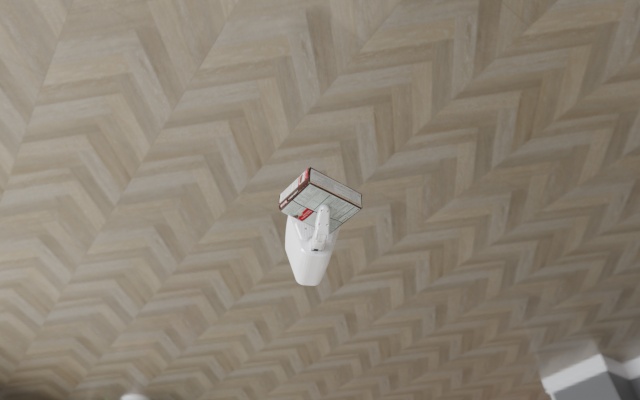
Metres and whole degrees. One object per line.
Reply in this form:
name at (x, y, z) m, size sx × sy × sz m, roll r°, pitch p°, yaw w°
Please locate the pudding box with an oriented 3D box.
pudding box at (0.000, 0.003, 0.797) m, size 0.113 × 0.039 × 0.090 m, roll 25°, pitch -47°, yaw -29°
